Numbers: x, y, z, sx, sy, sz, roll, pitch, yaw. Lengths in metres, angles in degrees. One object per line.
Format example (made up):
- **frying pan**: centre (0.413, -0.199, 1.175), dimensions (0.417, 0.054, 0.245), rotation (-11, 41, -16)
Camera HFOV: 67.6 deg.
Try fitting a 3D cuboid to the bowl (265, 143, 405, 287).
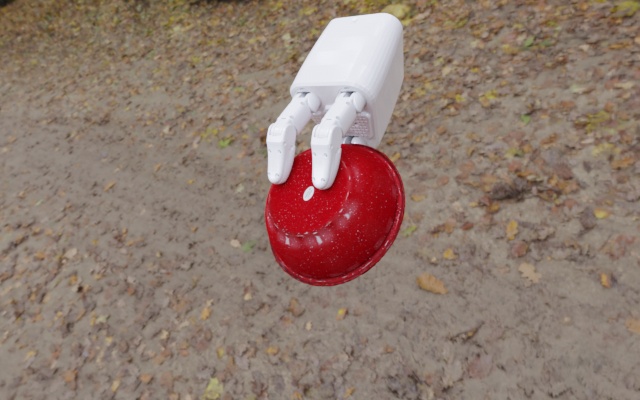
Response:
- **bowl**: centre (0.000, 0.003, 0.481), dimensions (0.162, 0.162, 0.055), rotation (0, -22, 32)
